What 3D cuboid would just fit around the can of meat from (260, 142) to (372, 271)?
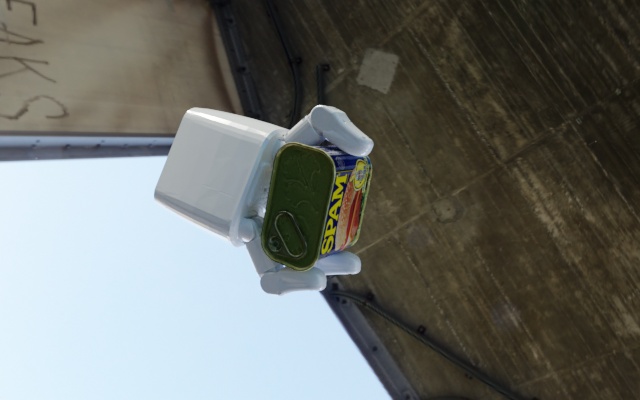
[{"bbox_3d":[0.000,0.001,0.418,0.057,0.102,0.084,18,15,27],"label":"can of meat"}]
